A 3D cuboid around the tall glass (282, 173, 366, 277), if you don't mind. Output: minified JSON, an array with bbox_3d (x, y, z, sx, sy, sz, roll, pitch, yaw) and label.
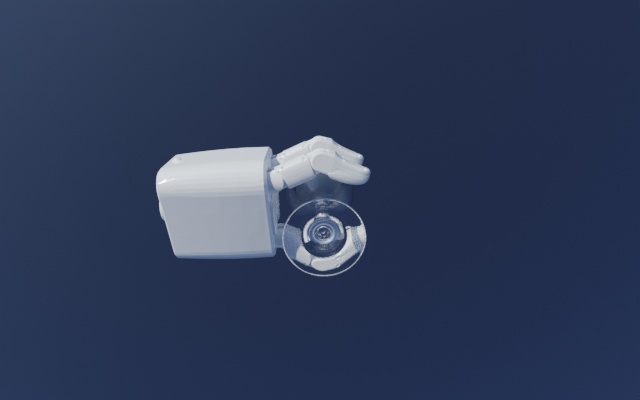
[{"bbox_3d":[0.000,0.002,0.511,0.079,0.079,0.201,0,19,-1],"label":"tall glass"}]
